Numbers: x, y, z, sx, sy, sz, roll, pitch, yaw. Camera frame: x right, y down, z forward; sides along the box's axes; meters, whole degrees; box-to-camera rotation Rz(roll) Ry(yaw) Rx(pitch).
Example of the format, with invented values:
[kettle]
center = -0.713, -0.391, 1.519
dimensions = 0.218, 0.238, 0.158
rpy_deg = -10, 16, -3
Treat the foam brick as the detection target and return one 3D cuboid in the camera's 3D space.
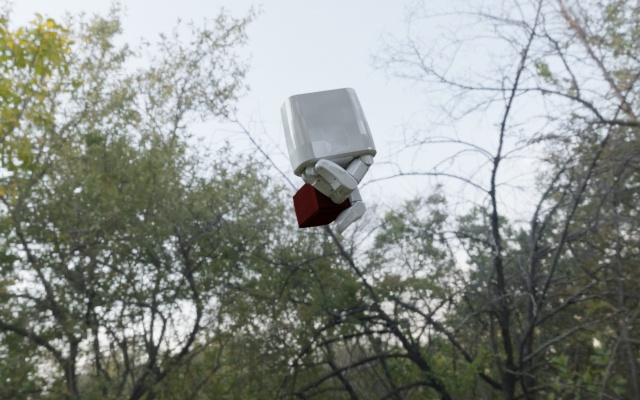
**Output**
[foam brick]
center = 0.000, 0.002, 0.696
dimensions = 0.053, 0.051, 0.078
rpy_deg = -5, -20, -28
